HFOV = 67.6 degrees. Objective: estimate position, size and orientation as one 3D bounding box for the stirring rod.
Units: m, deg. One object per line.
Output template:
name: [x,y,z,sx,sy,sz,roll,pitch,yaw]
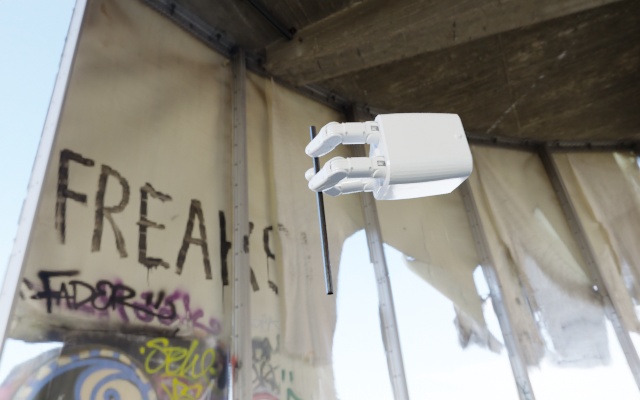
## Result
stirring rod: [0.000,0.002,0.597,0.011,0.239,0.011,-4,-31,-3]
